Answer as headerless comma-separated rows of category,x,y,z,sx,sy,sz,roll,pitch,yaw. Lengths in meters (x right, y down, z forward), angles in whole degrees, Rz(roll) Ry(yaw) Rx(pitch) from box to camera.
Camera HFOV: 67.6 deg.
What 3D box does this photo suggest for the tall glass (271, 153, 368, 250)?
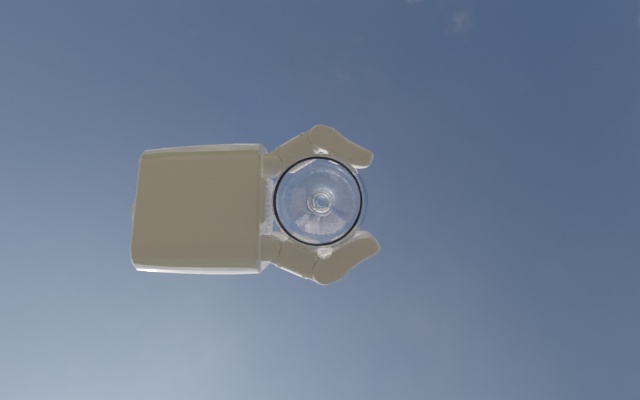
tall glass,0.000,0.001,0.425,0.079,0.079,0.201,0,-1,1
